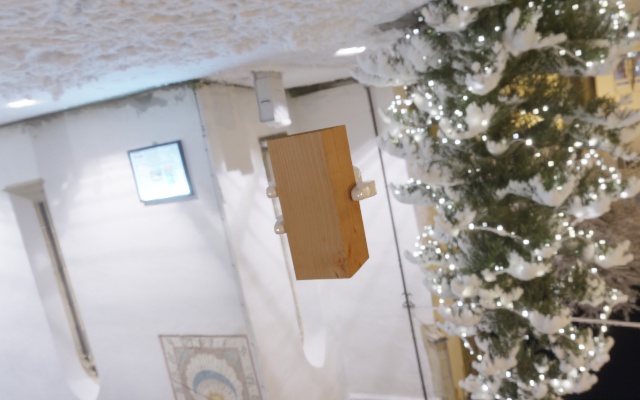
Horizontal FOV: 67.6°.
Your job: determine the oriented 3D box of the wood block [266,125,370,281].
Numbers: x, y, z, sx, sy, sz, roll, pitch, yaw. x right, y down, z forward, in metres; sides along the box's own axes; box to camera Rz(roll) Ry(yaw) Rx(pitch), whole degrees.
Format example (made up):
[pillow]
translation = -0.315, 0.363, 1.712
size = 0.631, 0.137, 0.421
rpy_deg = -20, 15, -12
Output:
[wood block]
translation = 0.001, 0.002, 0.695
size = 0.091, 0.206, 0.090
rpy_deg = -7, 11, 26
